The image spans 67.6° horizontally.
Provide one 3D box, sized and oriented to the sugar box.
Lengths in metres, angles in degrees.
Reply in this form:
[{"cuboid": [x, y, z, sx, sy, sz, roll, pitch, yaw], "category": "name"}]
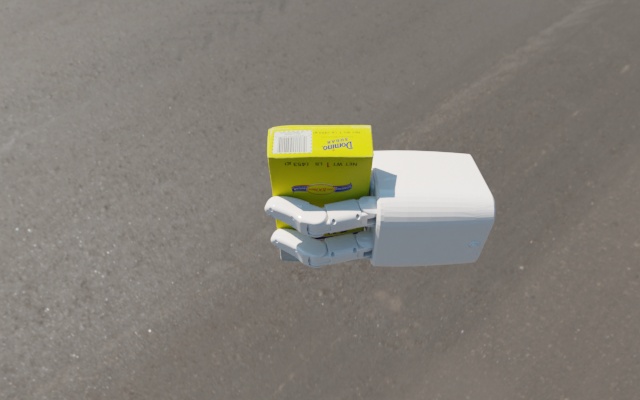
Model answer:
[{"cuboid": [0.000, 0.002, 0.482, 0.093, 0.048, 0.176, 0, -40, 1], "category": "sugar box"}]
